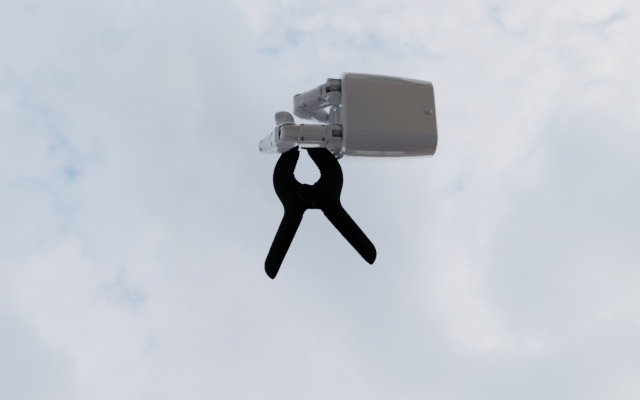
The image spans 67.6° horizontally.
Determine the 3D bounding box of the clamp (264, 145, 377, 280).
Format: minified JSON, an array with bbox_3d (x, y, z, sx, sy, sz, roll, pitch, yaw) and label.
[{"bbox_3d":[0.000,0.002,0.529,0.120,0.171,0.039,2,-14,-9],"label":"clamp"}]
